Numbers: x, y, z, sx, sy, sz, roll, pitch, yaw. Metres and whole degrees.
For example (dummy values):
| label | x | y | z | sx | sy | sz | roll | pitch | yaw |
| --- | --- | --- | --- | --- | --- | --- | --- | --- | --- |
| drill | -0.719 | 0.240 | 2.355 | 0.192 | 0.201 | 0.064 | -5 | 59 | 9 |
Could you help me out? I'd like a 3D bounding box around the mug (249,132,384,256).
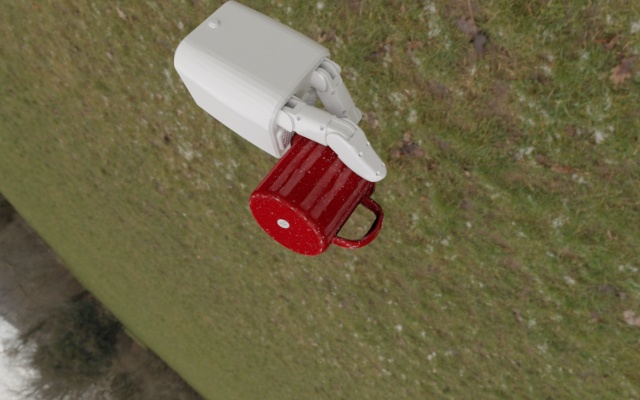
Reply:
| label | x | y | z | sx | sy | sz | roll | pitch | yaw |
| --- | --- | --- | --- | --- | --- | --- | --- | --- | --- |
| mug | 0.001 | 0.002 | 0.428 | 0.117 | 0.081 | 0.093 | 32 | -29 | 9 |
